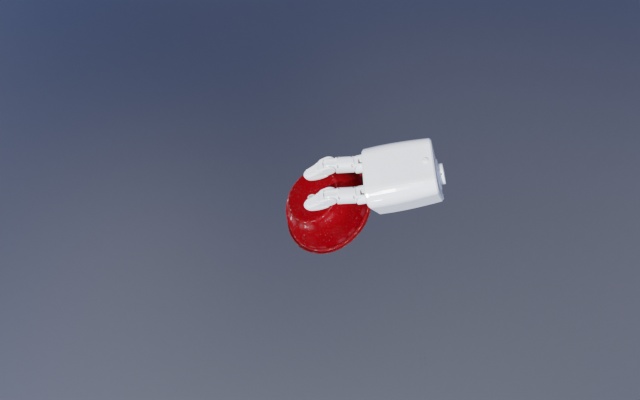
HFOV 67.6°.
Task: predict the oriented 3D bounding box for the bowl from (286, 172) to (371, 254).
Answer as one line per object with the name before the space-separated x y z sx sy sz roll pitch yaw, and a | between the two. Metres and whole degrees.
bowl | -0.001 0.003 0.783 0.162 0.162 0.055 0 -23 33
